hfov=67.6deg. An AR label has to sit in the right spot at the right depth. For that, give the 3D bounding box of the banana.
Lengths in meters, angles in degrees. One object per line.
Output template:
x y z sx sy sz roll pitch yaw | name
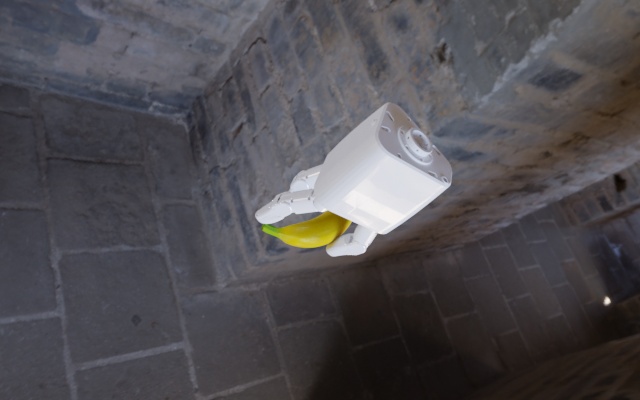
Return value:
0.010 0.018 0.648 0.197 0.069 0.037 -30 -11 -49 | banana
